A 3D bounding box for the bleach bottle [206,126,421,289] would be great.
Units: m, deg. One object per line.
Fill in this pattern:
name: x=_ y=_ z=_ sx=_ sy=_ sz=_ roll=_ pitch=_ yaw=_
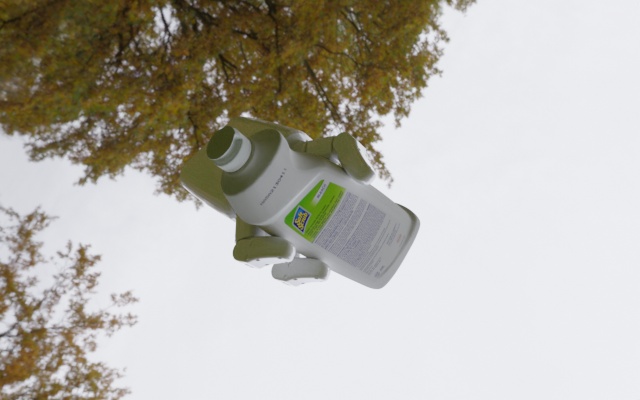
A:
bleach bottle: x=0.000 y=0.002 z=0.445 sx=0.068 sy=0.102 sz=0.251 roll=24 pitch=-9 yaw=44
